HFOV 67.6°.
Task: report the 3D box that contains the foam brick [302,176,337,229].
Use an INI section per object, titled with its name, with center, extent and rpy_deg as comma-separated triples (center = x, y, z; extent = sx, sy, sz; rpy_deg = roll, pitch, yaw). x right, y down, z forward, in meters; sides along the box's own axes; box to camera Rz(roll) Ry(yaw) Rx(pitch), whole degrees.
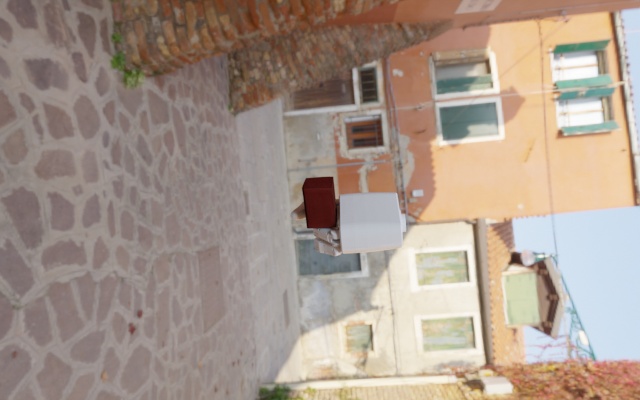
[foam brick]
center = 0.000, 0.002, 0.829
extent = 0.051, 0.078, 0.053
rpy_deg = -3, 24, 7
